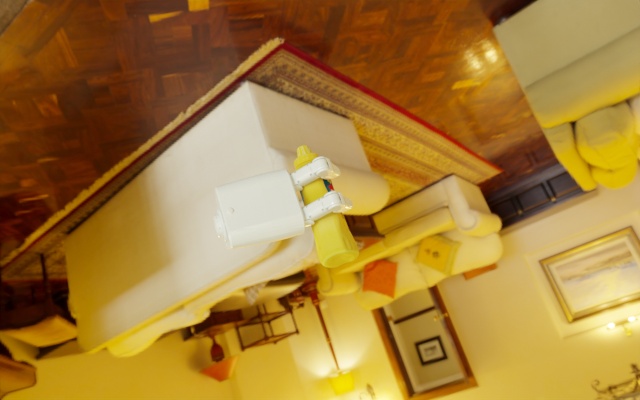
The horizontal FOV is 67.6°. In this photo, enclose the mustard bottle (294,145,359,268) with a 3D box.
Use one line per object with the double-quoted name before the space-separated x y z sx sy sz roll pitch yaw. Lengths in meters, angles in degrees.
"mustard bottle" 0.001 0.003 0.726 0.058 0.191 0.096 -22 -18 7
